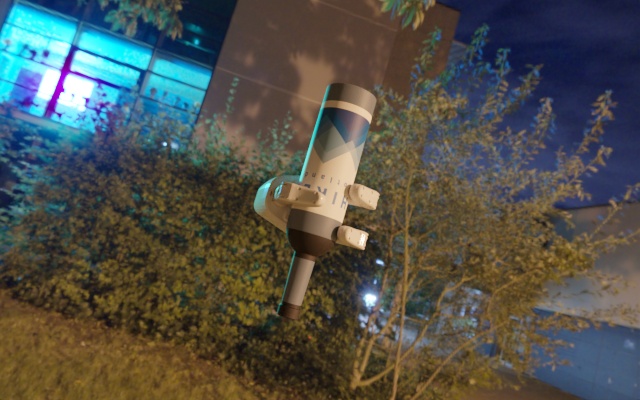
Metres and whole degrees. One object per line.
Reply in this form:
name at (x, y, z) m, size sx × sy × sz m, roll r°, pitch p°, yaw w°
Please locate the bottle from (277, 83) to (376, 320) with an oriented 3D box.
bottle at (0.000, 0.002, 0.601) m, size 0.069 × 0.295 × 0.069 m, roll 16°, pitch -8°, yaw 2°
